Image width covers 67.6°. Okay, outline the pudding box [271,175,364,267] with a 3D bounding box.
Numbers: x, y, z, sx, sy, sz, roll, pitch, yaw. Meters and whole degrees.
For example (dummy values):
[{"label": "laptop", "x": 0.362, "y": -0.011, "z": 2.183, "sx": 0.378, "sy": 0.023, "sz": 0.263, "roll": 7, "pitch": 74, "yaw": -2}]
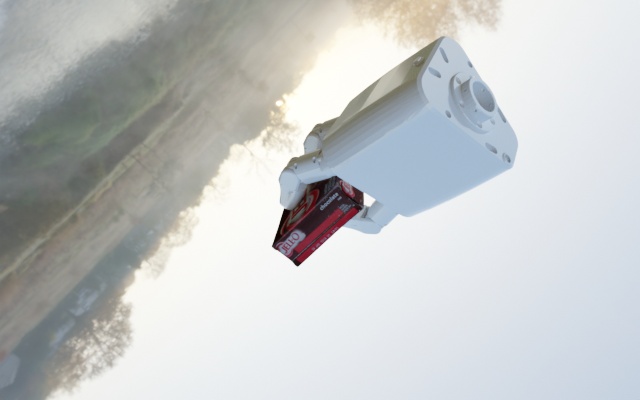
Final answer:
[{"label": "pudding box", "x": 0.000, "y": 0.002, "z": 0.474, "sx": 0.090, "sy": 0.039, "sz": 0.113, "roll": -43, "pitch": 13, "yaw": 21}]
